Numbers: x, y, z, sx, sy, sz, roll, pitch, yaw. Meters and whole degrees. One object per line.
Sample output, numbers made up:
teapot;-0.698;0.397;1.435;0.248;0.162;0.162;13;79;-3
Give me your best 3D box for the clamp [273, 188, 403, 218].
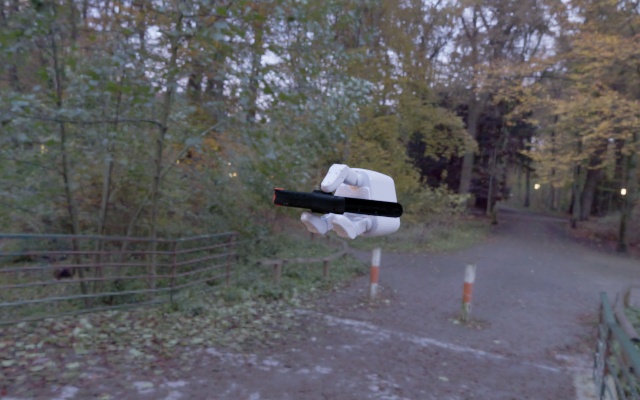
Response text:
clamp;0.000;0.002;0.733;0.210;0.036;0.164;7;0;32
